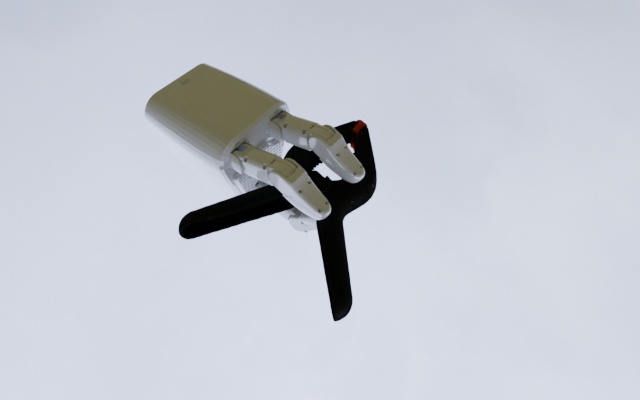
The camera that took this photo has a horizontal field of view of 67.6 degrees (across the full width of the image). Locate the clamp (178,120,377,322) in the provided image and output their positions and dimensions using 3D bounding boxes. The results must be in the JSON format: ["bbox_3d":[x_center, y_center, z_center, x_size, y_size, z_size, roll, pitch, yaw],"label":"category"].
[{"bbox_3d":[0.000,0.001,0.444,0.164,0.210,0.036,32,-34,18],"label":"clamp"}]
